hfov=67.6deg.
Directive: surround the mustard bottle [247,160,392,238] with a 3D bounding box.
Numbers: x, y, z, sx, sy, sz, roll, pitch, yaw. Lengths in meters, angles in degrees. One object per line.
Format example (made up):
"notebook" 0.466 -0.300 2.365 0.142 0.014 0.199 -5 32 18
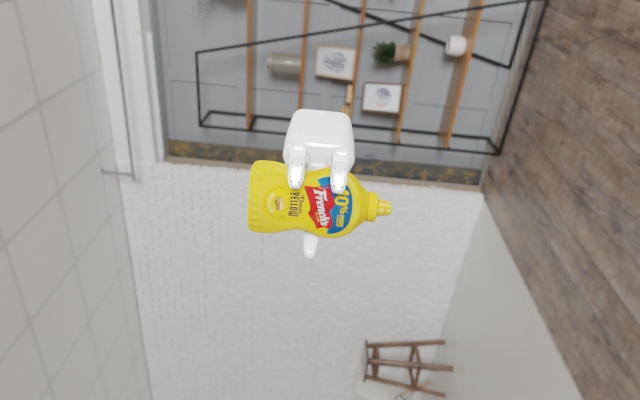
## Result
"mustard bottle" 0.000 0.002 0.646 0.191 0.096 0.058 5 14 -1
